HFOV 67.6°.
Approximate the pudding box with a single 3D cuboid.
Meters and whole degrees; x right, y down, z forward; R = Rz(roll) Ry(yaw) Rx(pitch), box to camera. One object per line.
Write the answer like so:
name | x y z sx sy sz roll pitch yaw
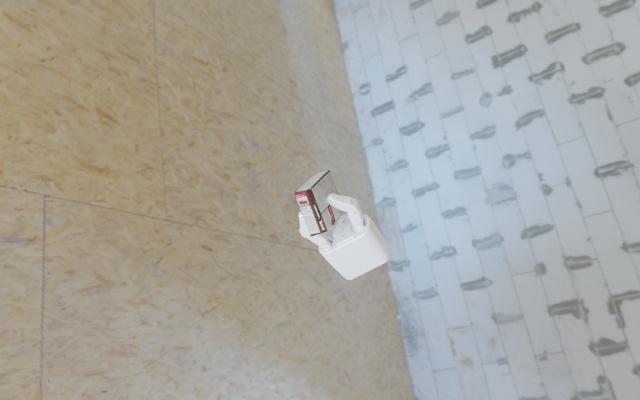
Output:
pudding box | 0.000 0.003 0.893 0.039 0.090 0.113 -16 14 24
